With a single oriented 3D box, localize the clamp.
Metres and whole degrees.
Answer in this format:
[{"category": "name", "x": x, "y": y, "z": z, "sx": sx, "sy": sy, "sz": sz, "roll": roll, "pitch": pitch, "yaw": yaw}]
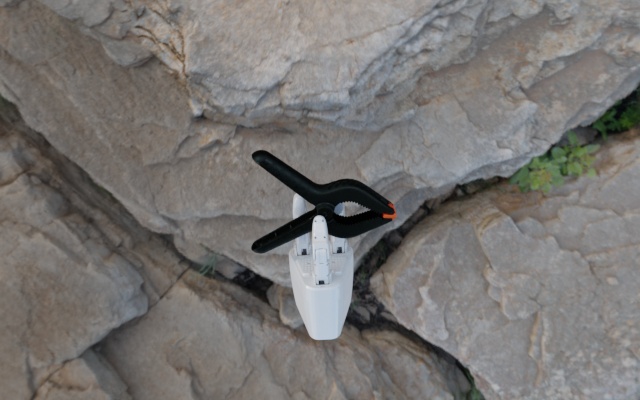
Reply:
[{"category": "clamp", "x": 0.001, "y": 0.003, "z": 0.662, "sx": 0.210, "sy": 0.165, "sz": 0.036, "roll": -3, "pitch": 34, "yaw": 0}]
